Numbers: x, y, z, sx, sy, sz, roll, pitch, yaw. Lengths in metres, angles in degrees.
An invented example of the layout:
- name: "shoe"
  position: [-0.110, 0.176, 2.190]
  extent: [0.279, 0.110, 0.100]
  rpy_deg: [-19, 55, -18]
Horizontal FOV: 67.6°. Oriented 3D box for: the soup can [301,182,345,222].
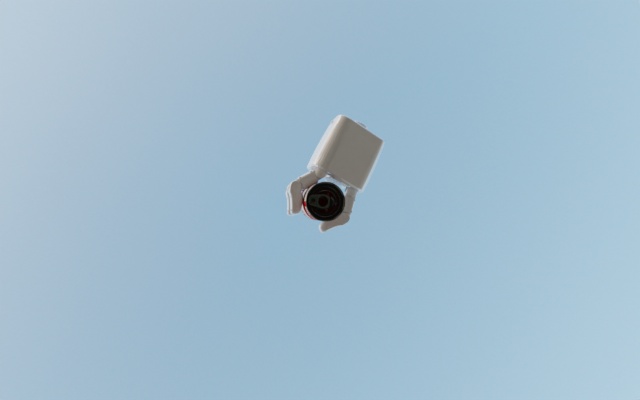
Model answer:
- name: "soup can"
  position: [0.000, 0.003, 0.854]
  extent: [0.068, 0.068, 0.102]
  rpy_deg: [0, -1, -10]
